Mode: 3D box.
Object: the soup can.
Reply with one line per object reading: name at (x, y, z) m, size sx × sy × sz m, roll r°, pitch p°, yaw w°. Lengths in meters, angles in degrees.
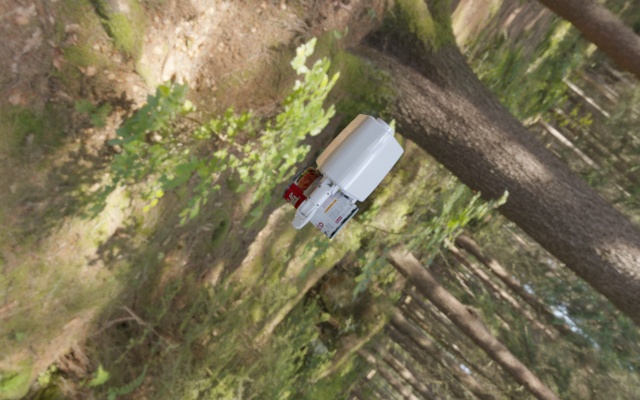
soup can at (0.000, 0.003, 0.741) m, size 0.102 × 0.068 × 0.068 m, roll 42°, pitch 5°, yaw 6°
